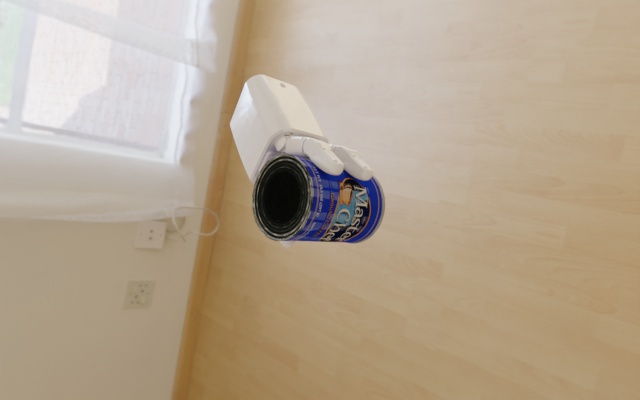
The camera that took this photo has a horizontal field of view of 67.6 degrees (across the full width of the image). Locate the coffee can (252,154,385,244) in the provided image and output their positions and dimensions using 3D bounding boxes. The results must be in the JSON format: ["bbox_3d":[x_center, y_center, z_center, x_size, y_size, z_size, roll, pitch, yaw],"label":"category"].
[{"bbox_3d":[0.000,0.002,0.604,0.103,0.103,0.140,0,-5,43],"label":"coffee can"}]
